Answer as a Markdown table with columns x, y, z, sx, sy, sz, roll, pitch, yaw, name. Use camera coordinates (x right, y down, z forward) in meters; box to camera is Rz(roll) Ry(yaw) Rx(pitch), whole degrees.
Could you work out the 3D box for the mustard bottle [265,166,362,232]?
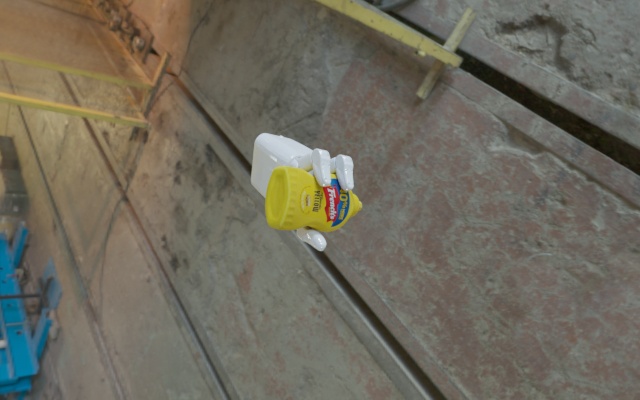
| x | y | z | sx | sy | sz | roll | pitch | yaw | name |
| --- | --- | --- | --- | --- | --- | --- | --- | --- | --- |
| 0.000 | 0.003 | 0.780 | 0.058 | 0.096 | 0.191 | 4 | -2 | 44 | mustard bottle |
